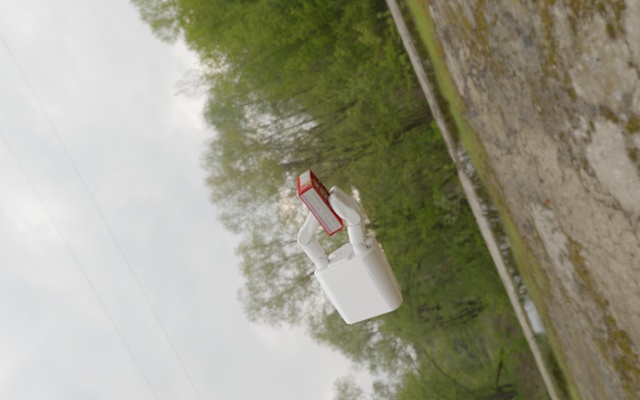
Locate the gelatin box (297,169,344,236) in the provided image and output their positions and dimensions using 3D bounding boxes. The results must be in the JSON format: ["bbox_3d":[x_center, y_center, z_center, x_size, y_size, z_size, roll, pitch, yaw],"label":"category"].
[{"bbox_3d":[0.000,0.002,0.752,0.030,0.089,0.073,-34,22,11],"label":"gelatin box"}]
